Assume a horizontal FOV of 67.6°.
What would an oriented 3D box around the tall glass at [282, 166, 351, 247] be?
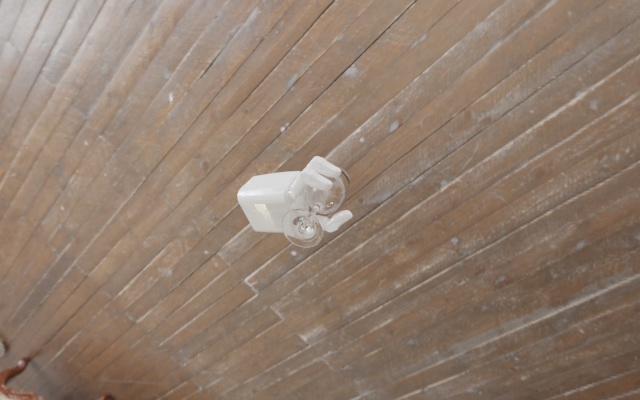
[{"bbox_3d":[0.000,0.003,0.886,0.079,0.079,0.201,0,27,21],"label":"tall glass"}]
